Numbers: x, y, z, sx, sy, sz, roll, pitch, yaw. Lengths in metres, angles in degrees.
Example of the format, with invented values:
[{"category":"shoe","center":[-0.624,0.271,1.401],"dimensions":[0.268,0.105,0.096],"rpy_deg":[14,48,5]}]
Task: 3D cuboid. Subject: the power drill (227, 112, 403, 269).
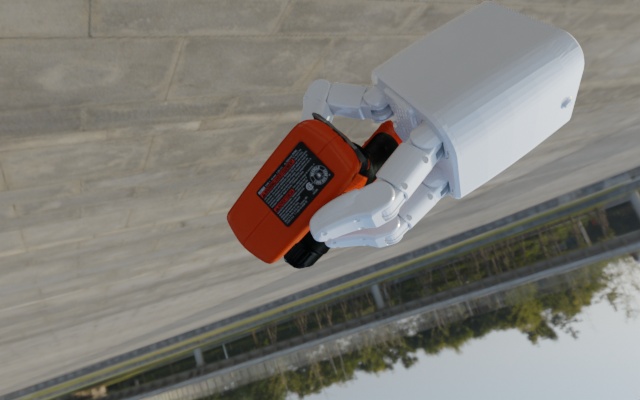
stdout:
[{"category":"power drill","center":[0.000,0.001,0.415],"dimensions":[0.057,0.184,0.187],"rpy_deg":[43,16,13]}]
